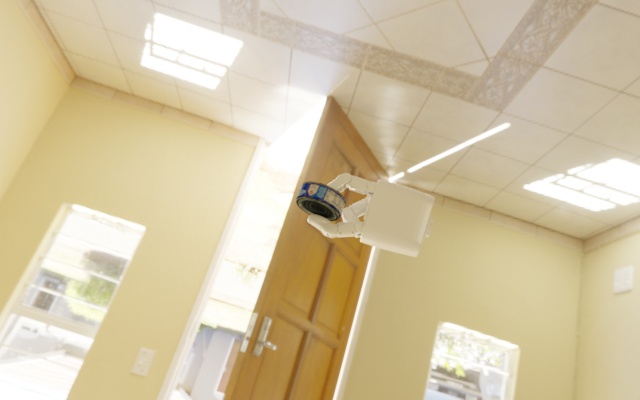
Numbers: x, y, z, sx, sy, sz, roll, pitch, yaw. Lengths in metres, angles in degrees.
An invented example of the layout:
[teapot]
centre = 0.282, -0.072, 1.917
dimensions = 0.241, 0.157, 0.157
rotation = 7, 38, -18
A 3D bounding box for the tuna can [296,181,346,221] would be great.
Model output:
[tuna can]
centre = 0.000, 0.003, 0.850
dimensions = 0.086, 0.033, 0.086
rotation = 20, -22, 9
